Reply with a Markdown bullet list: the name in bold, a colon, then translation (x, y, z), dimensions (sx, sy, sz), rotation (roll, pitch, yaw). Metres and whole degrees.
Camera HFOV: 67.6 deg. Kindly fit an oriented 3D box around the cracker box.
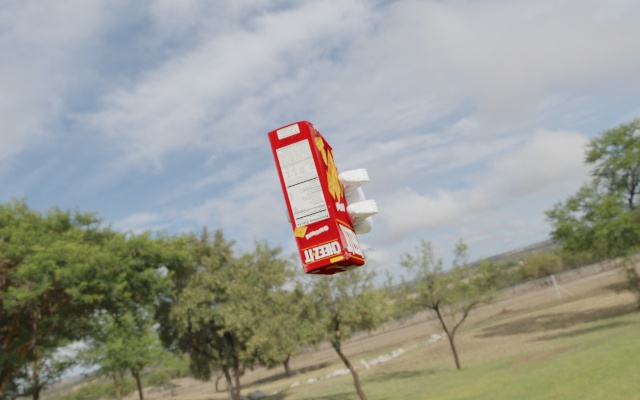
- **cracker box**: translation (0.000, 0.002, 0.738), dimensions (0.072, 0.213, 0.164), rotation (-19, -13, 11)
